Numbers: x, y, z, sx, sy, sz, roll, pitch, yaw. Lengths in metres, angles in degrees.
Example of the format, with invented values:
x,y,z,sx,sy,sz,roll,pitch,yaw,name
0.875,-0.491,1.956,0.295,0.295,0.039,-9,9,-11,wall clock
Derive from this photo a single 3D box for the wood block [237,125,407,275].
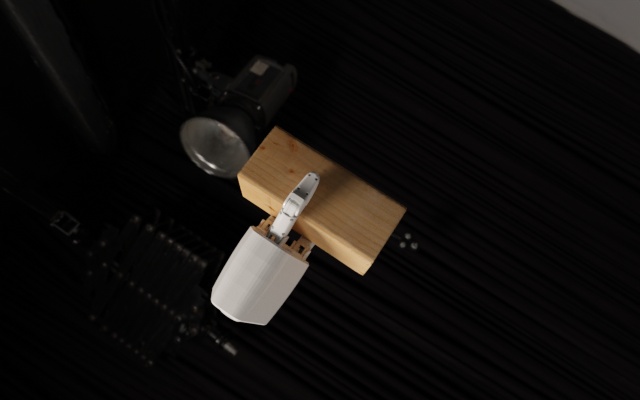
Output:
x,y,z,sx,sy,sz,roll,pitch,yaw,name
0.000,0.002,0.651,0.206,0.090,0.091,33,-18,7,wood block
